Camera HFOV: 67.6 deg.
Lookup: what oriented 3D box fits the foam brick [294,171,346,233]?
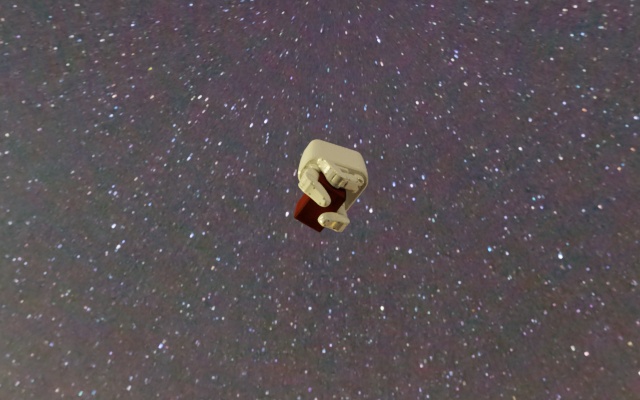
[{"bbox_3d":[0.000,0.003,0.787,0.053,0.078,0.051,33,22,-14],"label":"foam brick"}]
